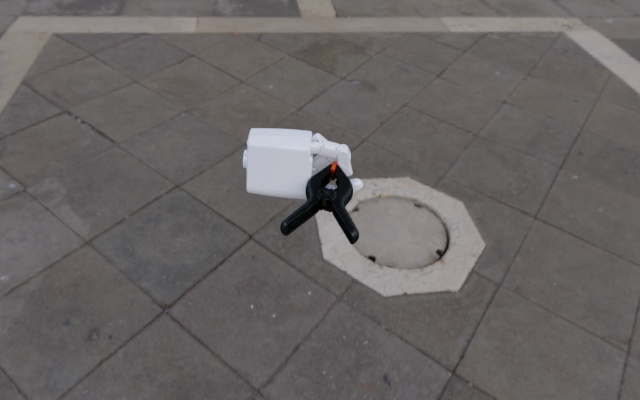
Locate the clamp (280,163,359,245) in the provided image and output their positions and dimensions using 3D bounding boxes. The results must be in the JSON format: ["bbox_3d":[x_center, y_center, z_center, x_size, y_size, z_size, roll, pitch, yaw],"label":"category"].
[{"bbox_3d":[0.000,0.002,0.774,0.120,0.039,0.171,5,41,-3],"label":"clamp"}]
